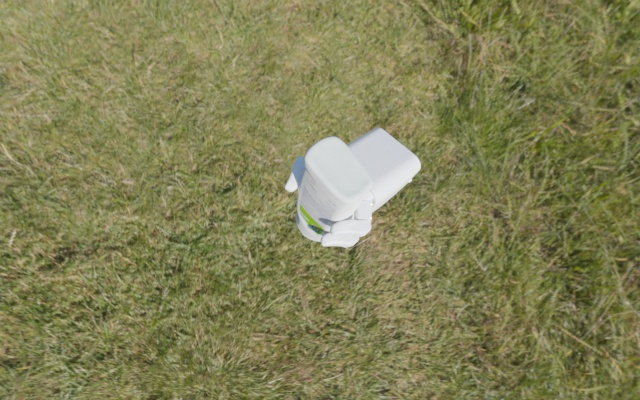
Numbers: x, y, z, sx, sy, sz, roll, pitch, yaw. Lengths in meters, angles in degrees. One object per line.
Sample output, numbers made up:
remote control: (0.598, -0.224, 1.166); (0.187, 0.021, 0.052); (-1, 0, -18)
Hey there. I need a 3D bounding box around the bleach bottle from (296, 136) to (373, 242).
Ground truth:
bleach bottle: (0.000, 0.003, 0.757); (0.068, 0.102, 0.251); (-36, -9, -23)
